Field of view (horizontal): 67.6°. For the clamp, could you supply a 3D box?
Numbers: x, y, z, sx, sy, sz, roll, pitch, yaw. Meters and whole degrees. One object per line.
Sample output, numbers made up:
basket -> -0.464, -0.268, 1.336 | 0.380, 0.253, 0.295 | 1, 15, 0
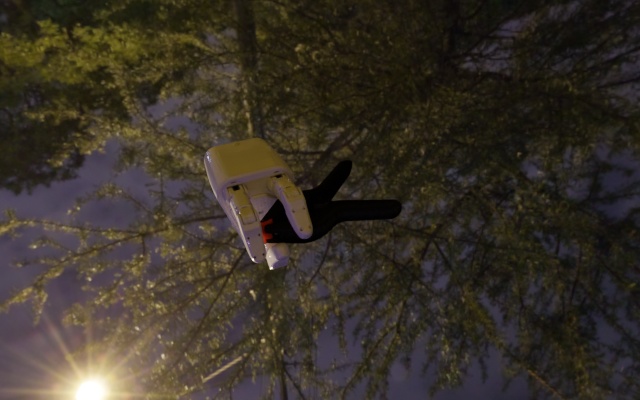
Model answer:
clamp -> 0.000, 0.003, 0.593 | 0.171, 0.039, 0.120 | -15, 35, -17
